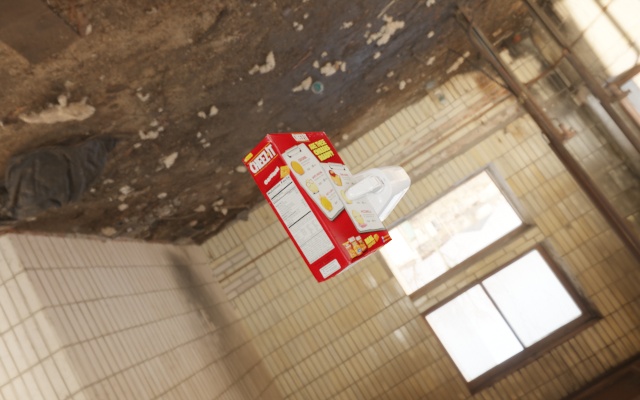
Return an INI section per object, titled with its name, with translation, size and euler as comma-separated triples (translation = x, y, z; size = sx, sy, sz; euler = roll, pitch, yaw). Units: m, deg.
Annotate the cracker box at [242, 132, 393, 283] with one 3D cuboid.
[cracker box]
translation = 0.000, 0.002, 0.722
size = 0.072, 0.213, 0.164
euler = -38, -11, 28
